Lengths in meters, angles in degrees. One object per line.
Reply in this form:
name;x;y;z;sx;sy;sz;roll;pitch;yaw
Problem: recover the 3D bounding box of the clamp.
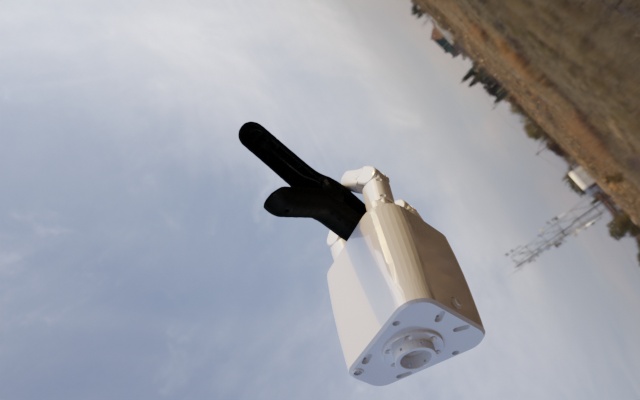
clamp;0.000;0.002;0.436;0.171;0.039;0.120;31;27;-29
